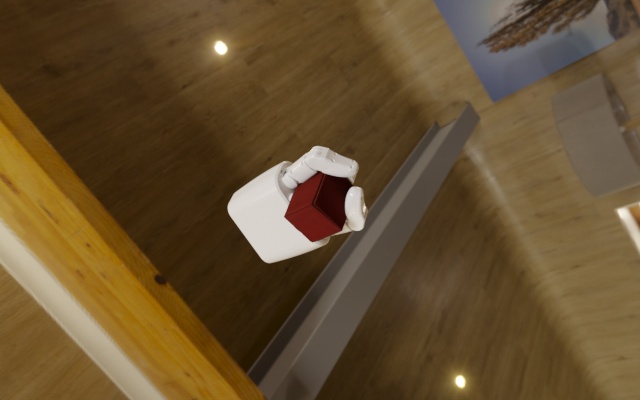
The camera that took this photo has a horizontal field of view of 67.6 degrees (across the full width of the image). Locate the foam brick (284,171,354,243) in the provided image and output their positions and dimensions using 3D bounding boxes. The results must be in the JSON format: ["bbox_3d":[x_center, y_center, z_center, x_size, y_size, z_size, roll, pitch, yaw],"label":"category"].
[{"bbox_3d":[0.000,0.002,0.577,0.051,0.078,0.053,-25,-59,37],"label":"foam brick"}]
